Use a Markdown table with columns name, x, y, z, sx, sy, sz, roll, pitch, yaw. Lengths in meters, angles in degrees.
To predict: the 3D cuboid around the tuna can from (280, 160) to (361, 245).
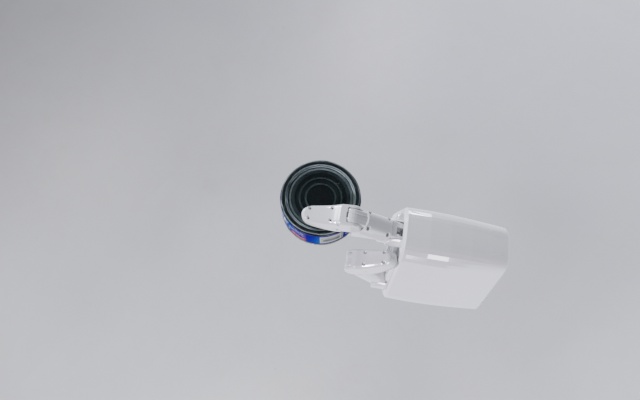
| name | x | y | z | sx | sy | sz | roll | pitch | yaw |
| --- | --- | --- | --- | --- | --- | --- | --- | --- | --- |
| tuna can | 0.000 | 0.001 | 0.506 | 0.086 | 0.086 | 0.034 | 0 | -20 | 0 |
